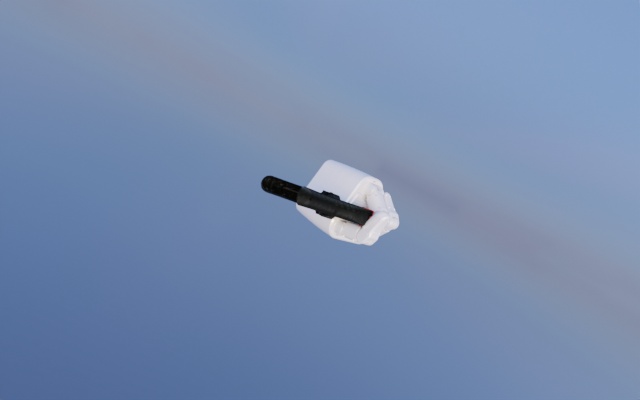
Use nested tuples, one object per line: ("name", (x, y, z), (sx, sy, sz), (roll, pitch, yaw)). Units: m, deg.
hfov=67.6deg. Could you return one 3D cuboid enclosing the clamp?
("clamp", (0.001, 0.002, 0.680), (0.171, 0.039, 0.120), (22, 4, -42))
